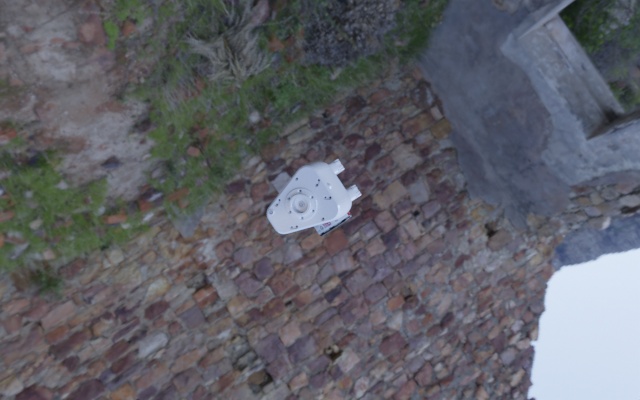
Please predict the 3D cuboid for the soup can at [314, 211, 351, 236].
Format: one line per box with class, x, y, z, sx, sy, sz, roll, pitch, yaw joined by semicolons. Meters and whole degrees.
soup can;0.000;0.003;0.839;0.068;0.102;0.068;-33;-2;-1
